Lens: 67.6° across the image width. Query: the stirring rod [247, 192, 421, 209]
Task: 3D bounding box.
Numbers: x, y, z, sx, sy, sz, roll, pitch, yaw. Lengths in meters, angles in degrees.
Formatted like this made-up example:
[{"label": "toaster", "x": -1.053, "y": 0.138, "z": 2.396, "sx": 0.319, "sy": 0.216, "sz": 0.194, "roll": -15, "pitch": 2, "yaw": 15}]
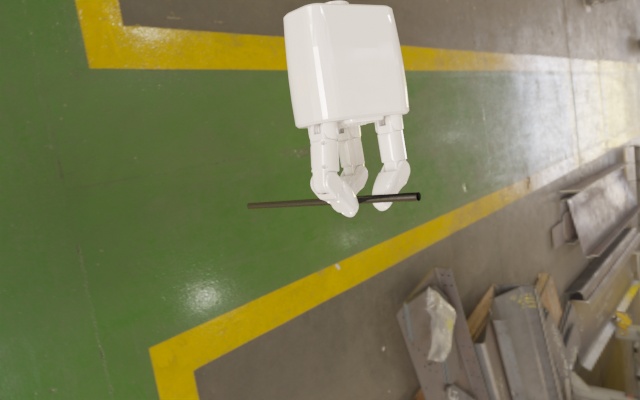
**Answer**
[{"label": "stirring rod", "x": 0.000, "y": 0.002, "z": 0.511, "sx": 0.239, "sy": 0.011, "sz": 0.011, "roll": -3, "pitch": -2, "yaw": 43}]
